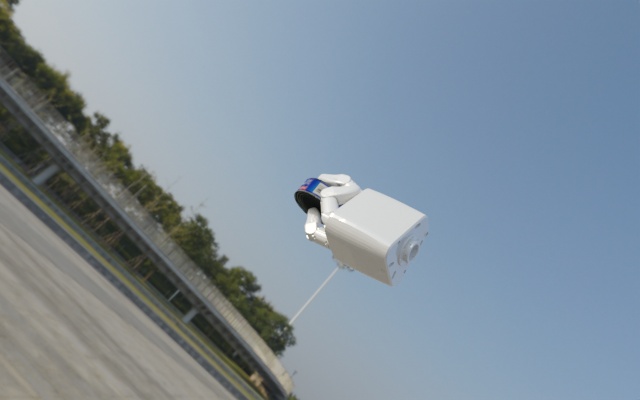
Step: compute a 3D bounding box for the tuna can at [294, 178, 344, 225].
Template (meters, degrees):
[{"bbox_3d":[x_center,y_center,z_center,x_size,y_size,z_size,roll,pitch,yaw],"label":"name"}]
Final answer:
[{"bbox_3d":[0.000,0.002,0.794,0.086,0.033,0.086,31,-24,16],"label":"tuna can"}]
